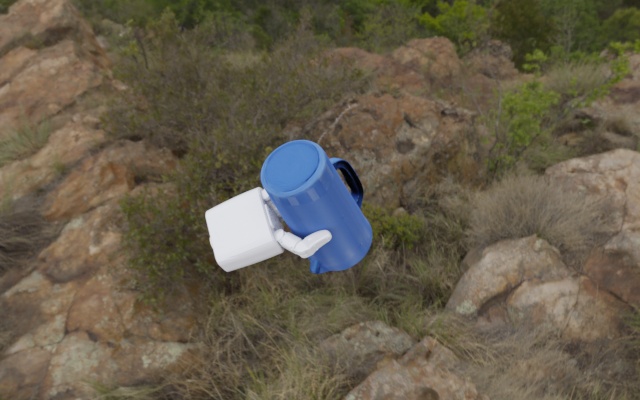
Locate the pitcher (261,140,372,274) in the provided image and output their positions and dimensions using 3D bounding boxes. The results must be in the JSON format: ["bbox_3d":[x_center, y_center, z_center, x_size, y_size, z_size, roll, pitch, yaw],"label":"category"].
[{"bbox_3d":[0.000,0.003,0.814,0.145,0.149,0.243,-21,-39,8],"label":"pitcher"}]
